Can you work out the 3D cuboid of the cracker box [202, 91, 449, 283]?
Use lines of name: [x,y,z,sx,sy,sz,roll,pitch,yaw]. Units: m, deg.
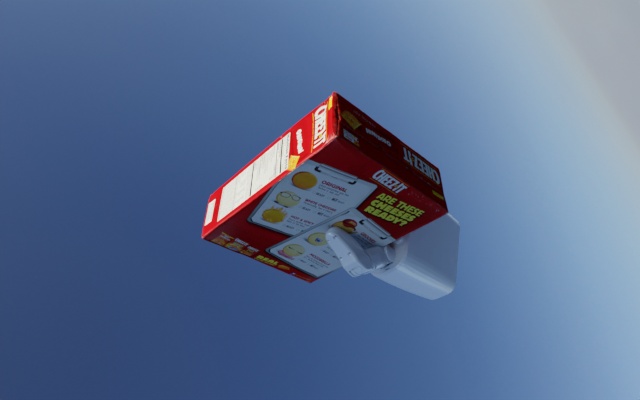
cracker box: [0.000,0.002,0.522,0.164,0.072,0.214,29,-47,-33]
